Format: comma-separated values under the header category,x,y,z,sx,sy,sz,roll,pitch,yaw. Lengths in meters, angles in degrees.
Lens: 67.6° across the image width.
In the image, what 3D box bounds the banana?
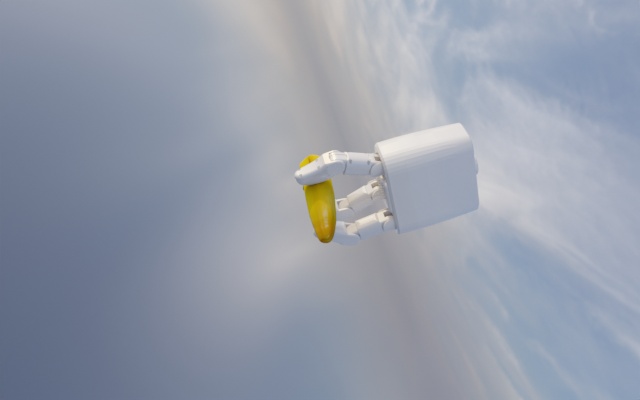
category,x,y,z,sx,sy,sz,roll,pitch,yaw
banana,-0.004,-0.016,0.606,0.037,0.070,0.197,-11,21,-2
